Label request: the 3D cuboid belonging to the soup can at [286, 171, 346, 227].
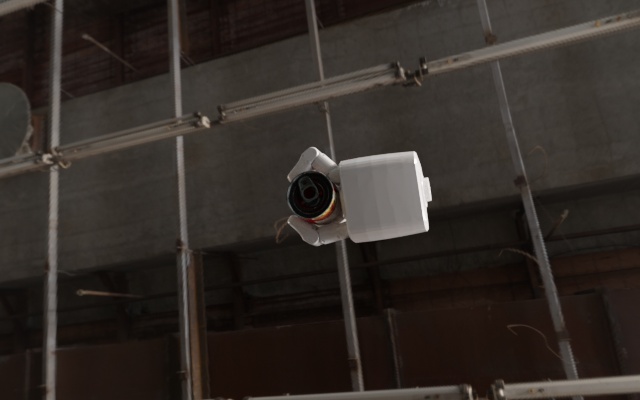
[{"bbox_3d":[0.000,0.003,0.695,0.068,0.068,0.102,0,-12,18],"label":"soup can"}]
